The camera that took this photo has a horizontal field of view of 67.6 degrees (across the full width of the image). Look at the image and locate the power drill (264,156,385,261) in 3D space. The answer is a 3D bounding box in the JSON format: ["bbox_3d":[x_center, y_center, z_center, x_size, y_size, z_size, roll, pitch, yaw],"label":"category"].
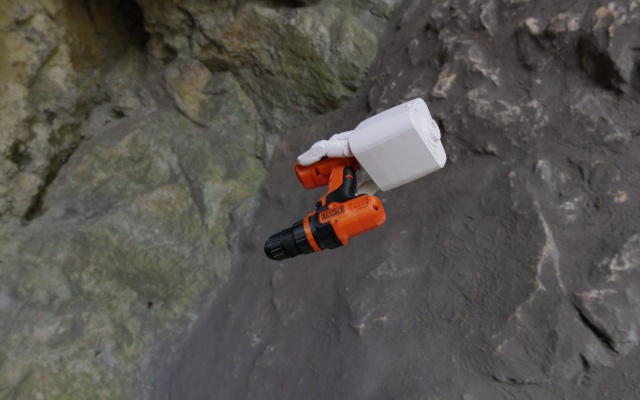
[{"bbox_3d":[0.000,0.002,0.737,0.184,0.057,0.187,-20,38,12],"label":"power drill"}]
